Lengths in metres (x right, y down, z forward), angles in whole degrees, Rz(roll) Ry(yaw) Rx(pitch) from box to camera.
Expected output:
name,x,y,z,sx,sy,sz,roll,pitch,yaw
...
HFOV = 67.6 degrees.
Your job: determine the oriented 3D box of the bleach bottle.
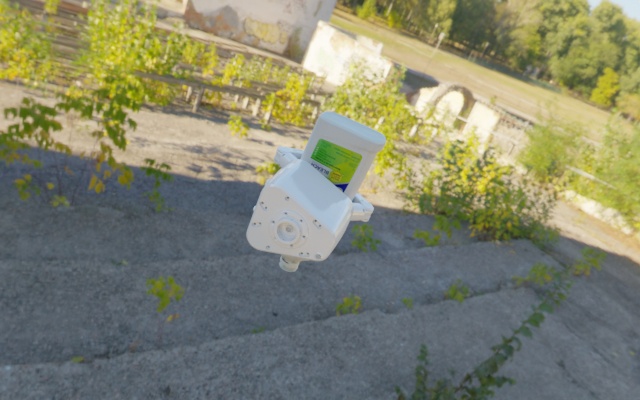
name,x,y,z,sx,sy,sz,roll,pitch,yaw
bleach bottle,0.000,0.002,0.706,0.102,0.251,0.068,25,24,5
